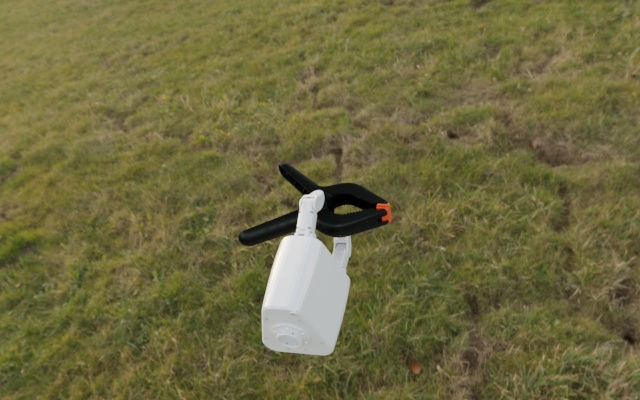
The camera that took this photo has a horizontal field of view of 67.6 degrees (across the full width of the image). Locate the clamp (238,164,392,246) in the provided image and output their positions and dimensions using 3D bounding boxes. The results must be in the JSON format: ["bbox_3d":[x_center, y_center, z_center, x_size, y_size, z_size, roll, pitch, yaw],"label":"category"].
[{"bbox_3d":[0.000,0.002,0.693,0.210,0.164,0.036,0,-45,17],"label":"clamp"}]
